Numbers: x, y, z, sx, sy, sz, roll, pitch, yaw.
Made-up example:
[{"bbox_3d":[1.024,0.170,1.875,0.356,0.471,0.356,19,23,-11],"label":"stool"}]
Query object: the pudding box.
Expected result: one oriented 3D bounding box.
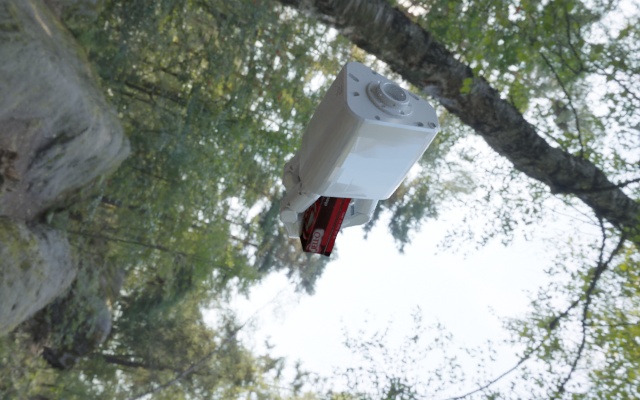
[{"bbox_3d":[0.000,0.002,0.579,0.039,0.090,0.113,15,19,-14],"label":"pudding box"}]
